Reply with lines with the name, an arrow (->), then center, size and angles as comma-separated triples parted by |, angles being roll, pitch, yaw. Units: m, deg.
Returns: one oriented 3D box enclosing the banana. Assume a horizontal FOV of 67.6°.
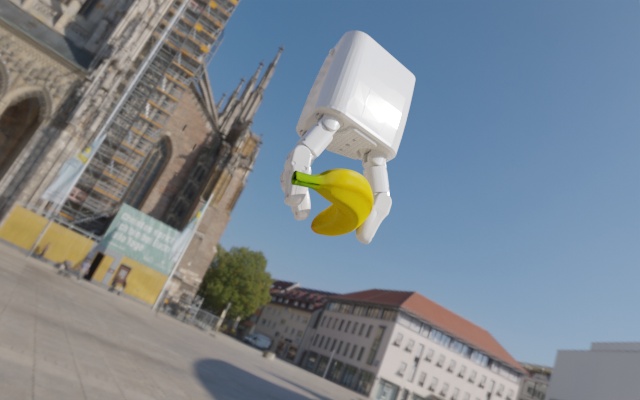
banana -> 0.018, 0.004, 0.480 | 0.069, 0.037, 0.198 | 12, -16, 8
